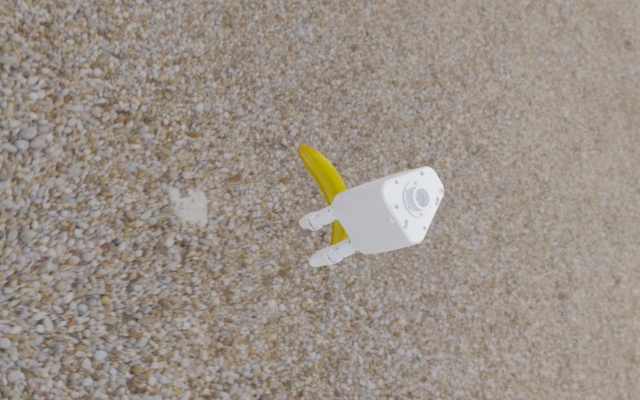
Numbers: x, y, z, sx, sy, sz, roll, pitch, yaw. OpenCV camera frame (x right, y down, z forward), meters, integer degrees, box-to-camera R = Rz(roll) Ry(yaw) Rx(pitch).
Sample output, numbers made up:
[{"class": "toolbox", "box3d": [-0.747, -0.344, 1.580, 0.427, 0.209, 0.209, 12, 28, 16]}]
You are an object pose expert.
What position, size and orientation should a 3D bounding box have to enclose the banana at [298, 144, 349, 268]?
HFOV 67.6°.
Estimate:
[{"class": "banana", "box3d": [0.016, 0.003, 0.758, 0.069, 0.198, 0.037, -10, -4, -31]}]
